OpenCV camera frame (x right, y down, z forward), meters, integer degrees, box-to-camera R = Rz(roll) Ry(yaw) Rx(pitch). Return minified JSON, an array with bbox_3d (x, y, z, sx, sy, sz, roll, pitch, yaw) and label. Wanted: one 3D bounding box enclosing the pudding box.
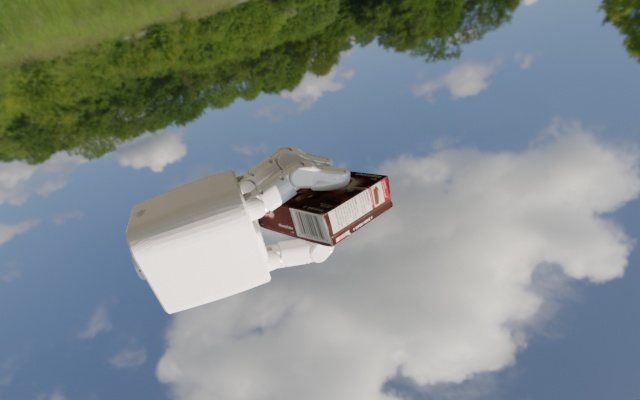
[{"bbox_3d":[0.000,0.002,0.475,0.090,0.039,0.113,-31,29,-35],"label":"pudding box"}]
